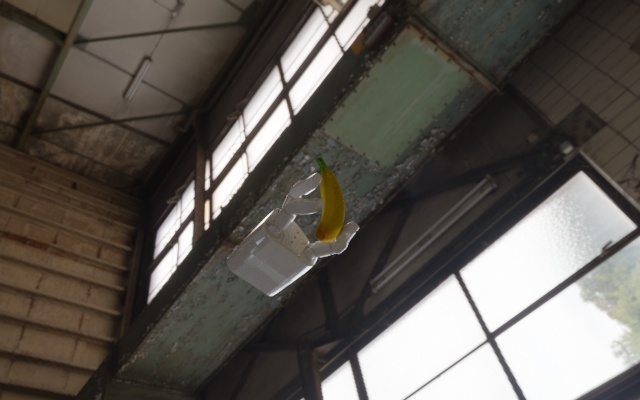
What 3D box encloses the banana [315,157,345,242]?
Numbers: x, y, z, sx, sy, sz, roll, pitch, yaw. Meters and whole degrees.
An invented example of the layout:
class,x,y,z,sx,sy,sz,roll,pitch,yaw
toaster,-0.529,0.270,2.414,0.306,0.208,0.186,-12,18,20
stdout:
class,x,y,z,sx,sy,sz,roll,pitch,yaw
banana,0.013,0.011,0.789,0.037,0.197,0.070,-36,-57,24
